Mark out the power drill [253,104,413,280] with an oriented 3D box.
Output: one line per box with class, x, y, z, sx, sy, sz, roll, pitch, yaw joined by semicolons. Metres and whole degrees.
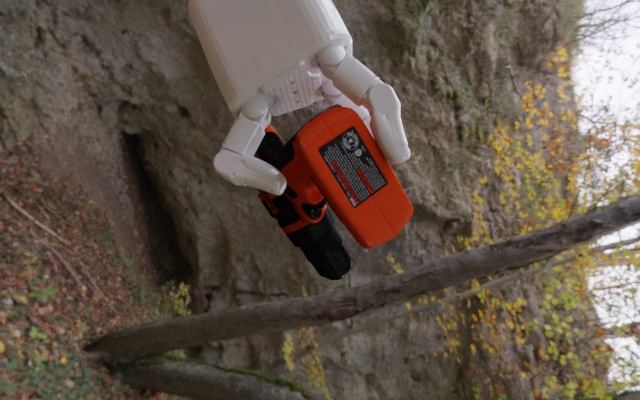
power drill;0.000;0.001;0.429;0.057;0.184;0.187;-38;11;-22
